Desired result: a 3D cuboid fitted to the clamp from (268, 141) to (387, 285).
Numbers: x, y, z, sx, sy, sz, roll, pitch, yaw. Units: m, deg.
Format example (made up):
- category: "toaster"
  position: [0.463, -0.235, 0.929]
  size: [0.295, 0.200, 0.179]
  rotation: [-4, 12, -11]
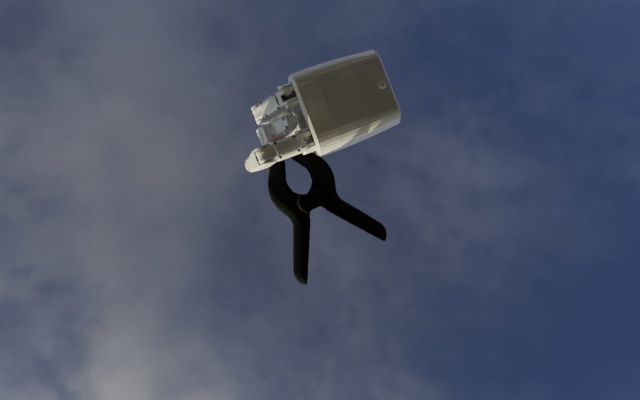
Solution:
- category: "clamp"
  position: [0.000, 0.002, 0.565]
  size: [0.120, 0.171, 0.039]
  rotation: [-21, 4, -4]
